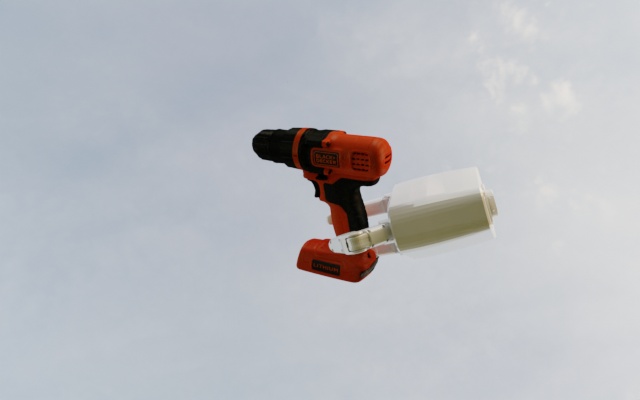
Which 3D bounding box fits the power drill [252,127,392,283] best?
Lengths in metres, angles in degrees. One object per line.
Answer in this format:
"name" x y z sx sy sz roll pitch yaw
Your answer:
"power drill" 0.000 0.002 0.595 0.184 0.188 0.057 10 29 30
